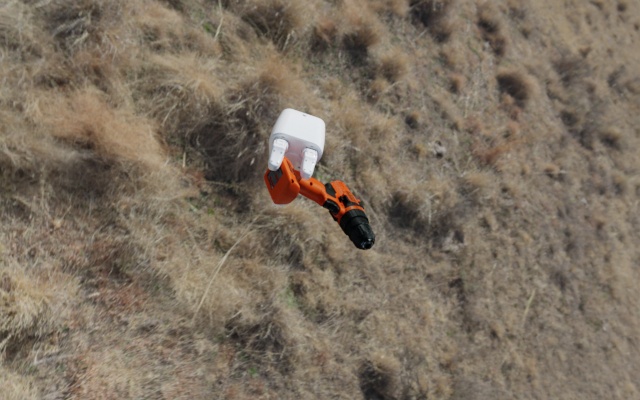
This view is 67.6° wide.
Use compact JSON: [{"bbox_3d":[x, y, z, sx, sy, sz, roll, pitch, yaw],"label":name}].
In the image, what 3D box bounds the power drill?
[{"bbox_3d":[0.000,0.002,0.832,0.188,0.057,0.184,26,19,-32],"label":"power drill"}]
